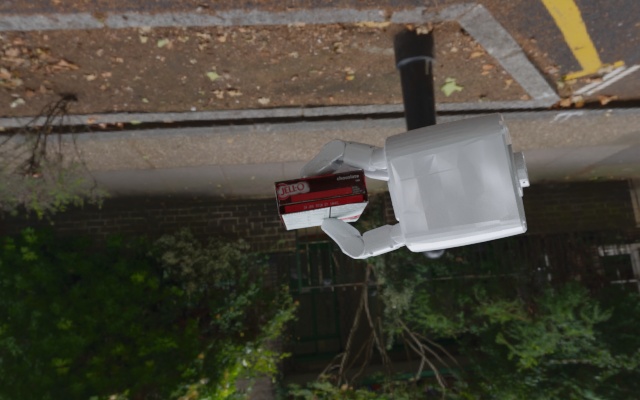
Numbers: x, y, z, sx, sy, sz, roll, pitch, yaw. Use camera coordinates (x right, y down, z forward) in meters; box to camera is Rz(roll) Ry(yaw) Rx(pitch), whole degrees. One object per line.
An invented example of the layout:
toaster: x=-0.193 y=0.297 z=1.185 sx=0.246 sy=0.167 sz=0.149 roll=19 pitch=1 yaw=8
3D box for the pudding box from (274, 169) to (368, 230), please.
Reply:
pudding box: x=0.000 y=0.002 z=0.513 sx=0.090 sy=0.039 sz=0.113 roll=-7 pitch=-12 yaw=-3
